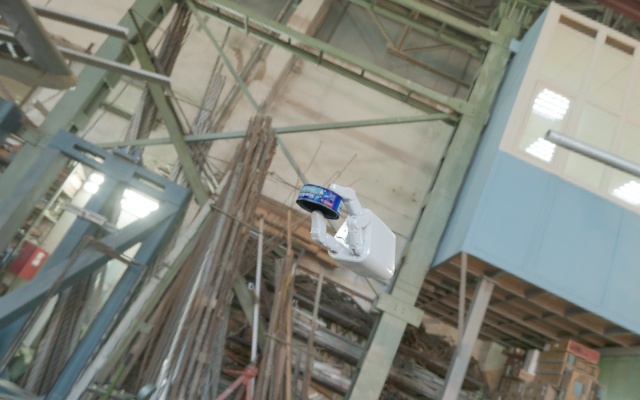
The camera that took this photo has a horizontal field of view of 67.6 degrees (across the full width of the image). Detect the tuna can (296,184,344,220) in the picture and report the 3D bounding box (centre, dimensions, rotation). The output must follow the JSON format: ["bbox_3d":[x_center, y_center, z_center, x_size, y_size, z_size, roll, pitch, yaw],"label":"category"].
[{"bbox_3d":[0.000,0.002,0.878,0.086,0.033,0.086,20,-16,6],"label":"tuna can"}]
